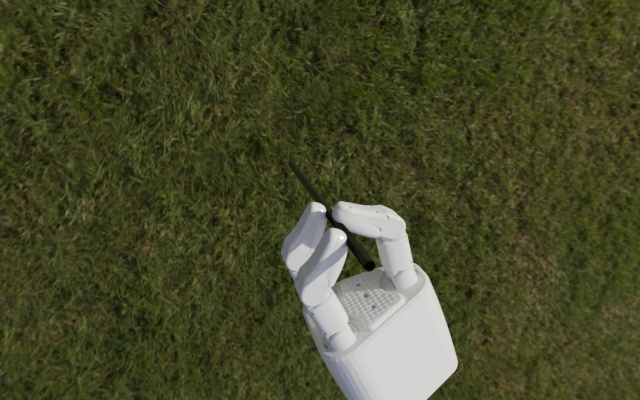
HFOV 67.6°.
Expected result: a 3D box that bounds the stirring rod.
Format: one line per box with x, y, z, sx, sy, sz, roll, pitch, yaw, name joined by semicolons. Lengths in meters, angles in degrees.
0.000;0.001;0.420;0.011;0.011;0.239;0;20;-17;stirring rod
